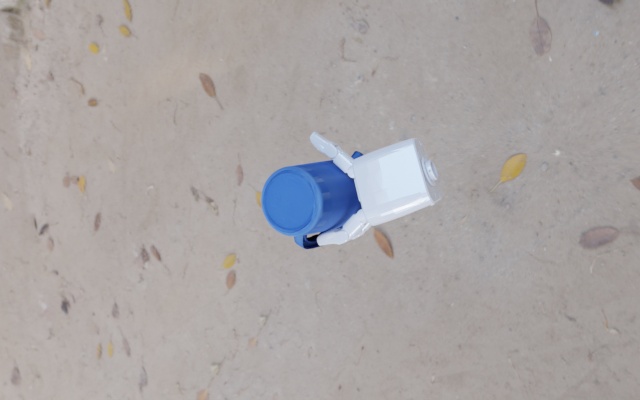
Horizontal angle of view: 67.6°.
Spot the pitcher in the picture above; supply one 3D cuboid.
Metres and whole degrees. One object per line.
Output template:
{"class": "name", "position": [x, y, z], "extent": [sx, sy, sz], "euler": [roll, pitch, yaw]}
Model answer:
{"class": "pitcher", "position": [0.000, 0.003, 0.825], "extent": [0.145, 0.149, 0.243], "euler": [-20, -4, 26]}
